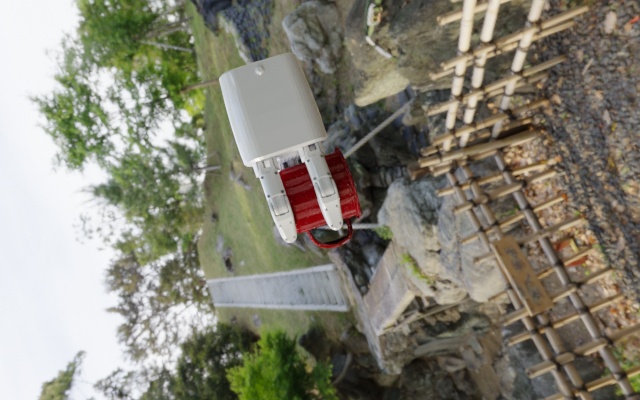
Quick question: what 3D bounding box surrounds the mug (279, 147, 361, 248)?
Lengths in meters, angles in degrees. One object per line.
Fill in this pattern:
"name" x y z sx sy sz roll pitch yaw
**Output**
"mug" 0.000 0.003 0.590 0.081 0.117 0.093 -18 -1 -4
